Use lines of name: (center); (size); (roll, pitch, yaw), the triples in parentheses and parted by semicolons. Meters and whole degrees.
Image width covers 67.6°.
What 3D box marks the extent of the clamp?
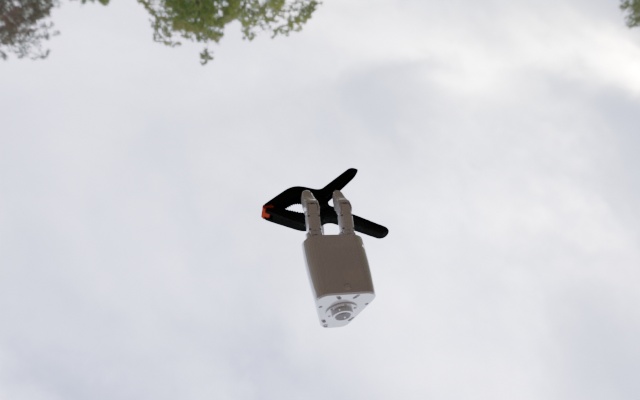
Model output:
clamp: (0.000, 0.003, 0.832); (0.210, 0.164, 0.036); (-1, -44, -15)
